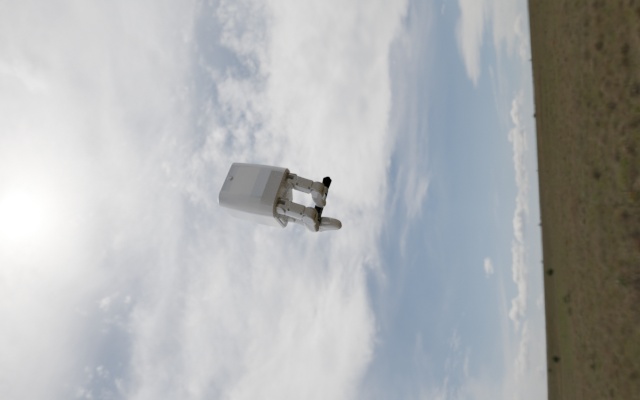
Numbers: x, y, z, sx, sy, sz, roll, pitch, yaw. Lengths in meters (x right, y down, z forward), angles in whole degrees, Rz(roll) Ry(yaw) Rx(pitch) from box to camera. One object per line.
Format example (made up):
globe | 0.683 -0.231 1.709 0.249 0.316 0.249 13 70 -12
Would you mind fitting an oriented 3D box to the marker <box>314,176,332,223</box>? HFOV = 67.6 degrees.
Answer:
marker | 0.000 0.003 0.895 0.020 0.121 0.020 12 -34 8
